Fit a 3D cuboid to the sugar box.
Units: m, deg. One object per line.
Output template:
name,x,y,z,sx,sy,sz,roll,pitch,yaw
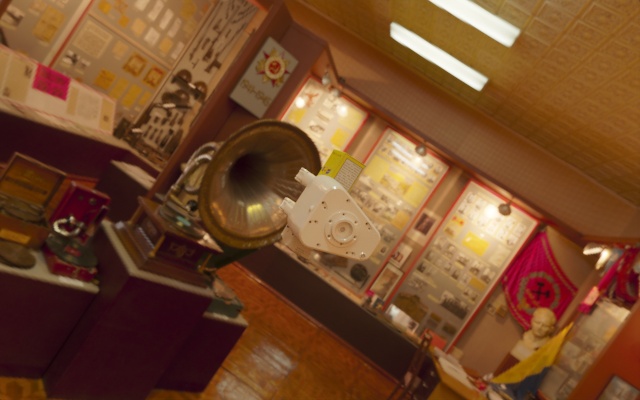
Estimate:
sugar box,0.000,0.002,0.784,0.048,0.176,0.093,34,2,-14
